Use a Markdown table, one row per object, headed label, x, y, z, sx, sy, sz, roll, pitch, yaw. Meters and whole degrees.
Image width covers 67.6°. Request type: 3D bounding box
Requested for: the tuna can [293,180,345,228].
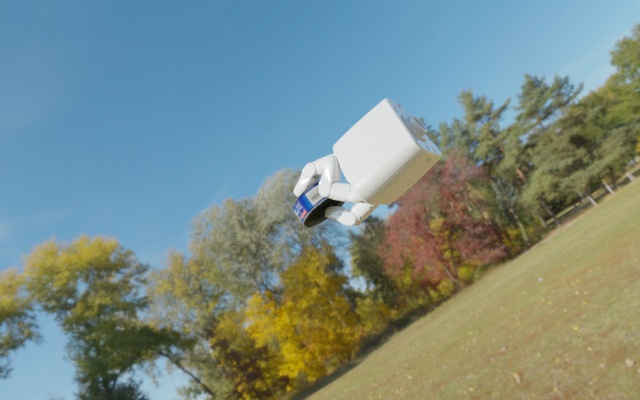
| label | x | y | z | sx | sy | sz | roll | pitch | yaw |
| --- | --- | --- | --- | --- | --- | --- | --- | --- | --- |
| tuna can | 0.000 | 0.002 | 0.748 | 0.086 | 0.033 | 0.086 | -33 | -19 | -13 |
